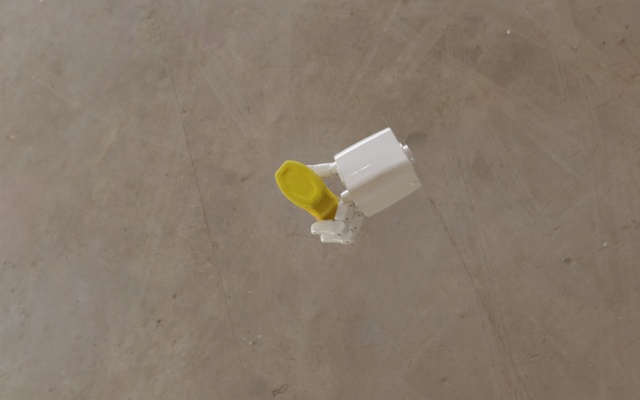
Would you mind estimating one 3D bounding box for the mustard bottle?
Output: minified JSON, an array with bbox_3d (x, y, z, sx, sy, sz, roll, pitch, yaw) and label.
[{"bbox_3d":[0.000,0.003,0.802,0.096,0.058,0.192,39,-1,28],"label":"mustard bottle"}]
